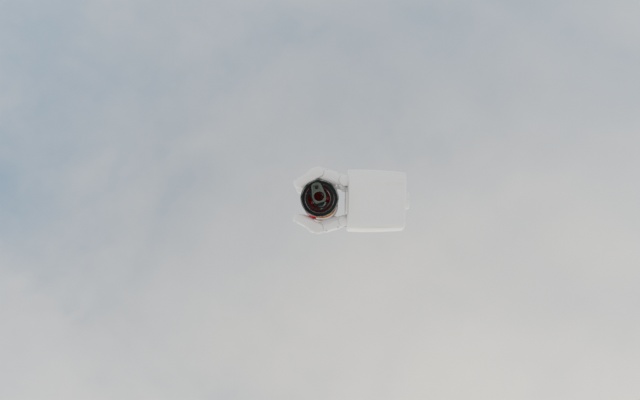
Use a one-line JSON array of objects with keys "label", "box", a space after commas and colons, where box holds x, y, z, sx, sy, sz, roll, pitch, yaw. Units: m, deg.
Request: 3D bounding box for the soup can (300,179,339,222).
[{"label": "soup can", "box": [0.000, 0.003, 0.886, 0.068, 0.068, 0.102, 0, -9, 2]}]
